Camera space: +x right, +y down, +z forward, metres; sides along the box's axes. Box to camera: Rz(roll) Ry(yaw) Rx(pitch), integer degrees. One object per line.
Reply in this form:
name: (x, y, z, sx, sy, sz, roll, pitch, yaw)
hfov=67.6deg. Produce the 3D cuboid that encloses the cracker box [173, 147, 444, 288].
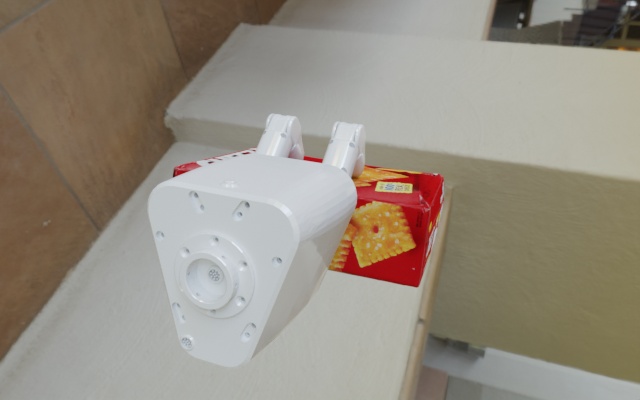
cracker box: (0.000, 0.002, 0.443, 0.213, 0.072, 0.164, 10, 14, 17)
